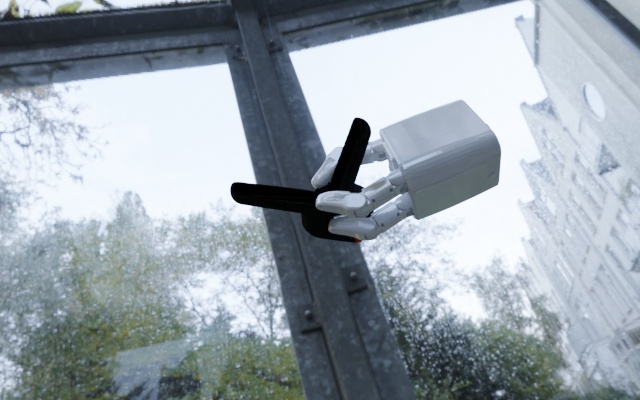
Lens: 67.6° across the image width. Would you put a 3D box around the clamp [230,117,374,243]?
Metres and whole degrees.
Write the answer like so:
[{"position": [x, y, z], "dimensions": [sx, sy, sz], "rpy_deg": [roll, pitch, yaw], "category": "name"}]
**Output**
[{"position": [0.000, 0.001, 0.572], "dimensions": [0.164, 0.036, 0.210], "rpy_deg": [-22, -35, 4], "category": "clamp"}]
